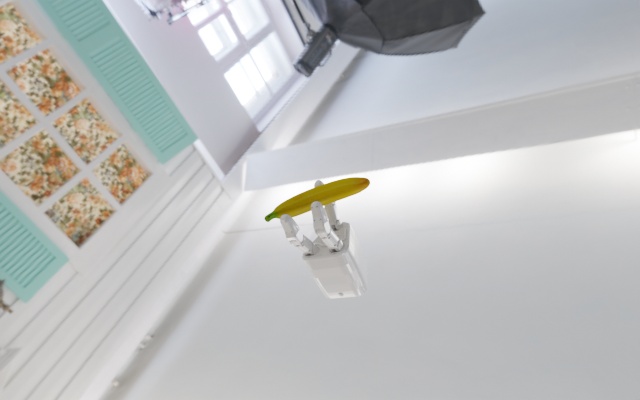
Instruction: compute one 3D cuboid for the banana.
[{"bbox_3d":[-0.003,-0.002,0.866,0.198,0.037,0.069,-22,19,7],"label":"banana"}]
